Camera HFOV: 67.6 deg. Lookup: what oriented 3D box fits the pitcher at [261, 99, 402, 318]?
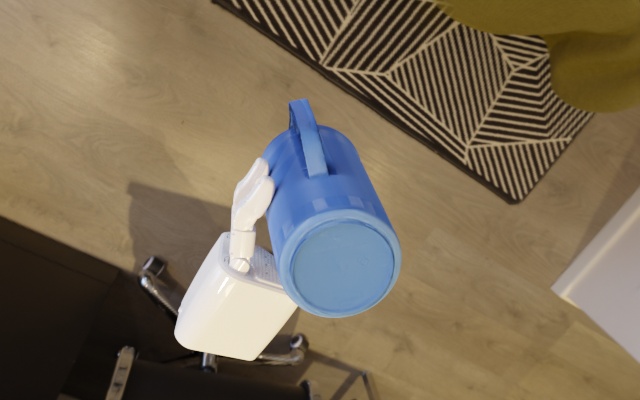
[{"bbox_3d":[0.000,0.002,0.504,0.149,0.145,0.242,33,14,-20],"label":"pitcher"}]
